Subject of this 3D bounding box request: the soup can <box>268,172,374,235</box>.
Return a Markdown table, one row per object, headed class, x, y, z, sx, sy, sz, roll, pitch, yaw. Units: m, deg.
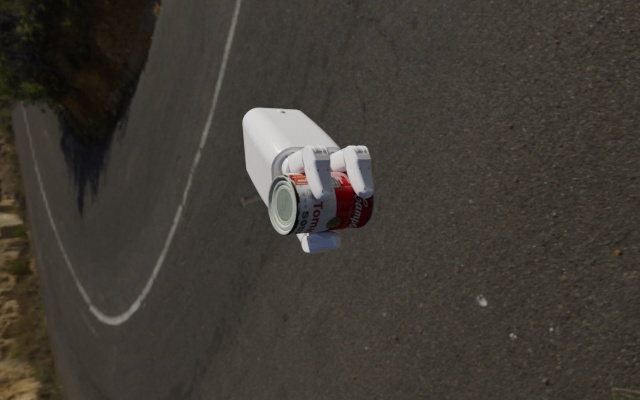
| class | x | y | z | sx | sy | sz | roll | pitch | yaw |
| --- | --- | --- | --- | --- | --- | --- | --- | --- | --- |
| soup can | 0.000 | 0.002 | 0.540 | 0.102 | 0.068 | 0.068 | -4 | 2 | -33 |
